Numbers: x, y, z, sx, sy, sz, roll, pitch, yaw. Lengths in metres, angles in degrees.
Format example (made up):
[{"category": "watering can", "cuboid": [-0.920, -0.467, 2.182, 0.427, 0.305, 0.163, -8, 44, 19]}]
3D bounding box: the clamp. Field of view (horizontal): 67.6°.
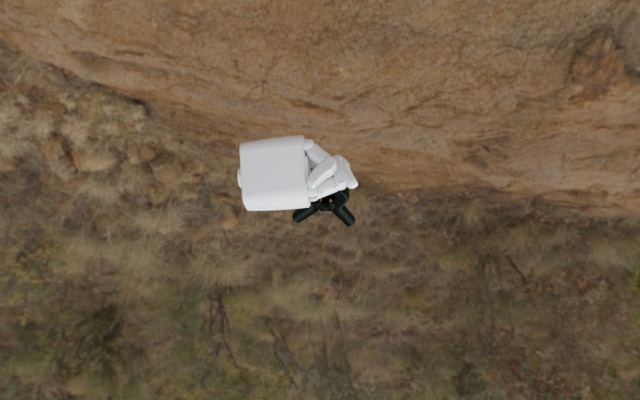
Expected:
[{"category": "clamp", "cuboid": [0.000, 0.003, 0.867, 0.120, 0.039, 0.172, -5, -32, 3]}]
